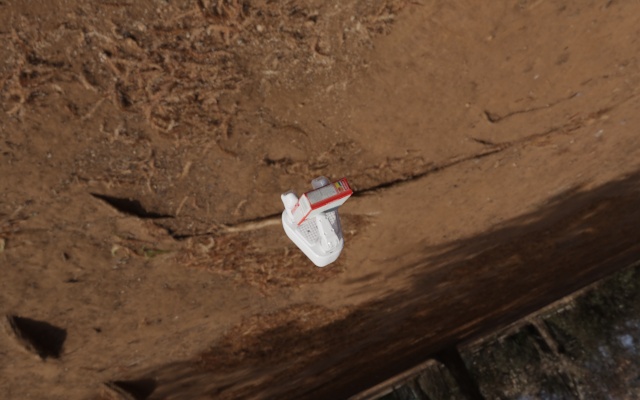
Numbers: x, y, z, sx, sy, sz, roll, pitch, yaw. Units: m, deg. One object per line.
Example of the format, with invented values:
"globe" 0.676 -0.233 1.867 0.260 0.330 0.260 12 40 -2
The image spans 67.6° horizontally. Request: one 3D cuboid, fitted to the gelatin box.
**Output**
"gelatin box" 0.000 0.003 0.731 0.073 0.030 0.089 -22 -11 -22
